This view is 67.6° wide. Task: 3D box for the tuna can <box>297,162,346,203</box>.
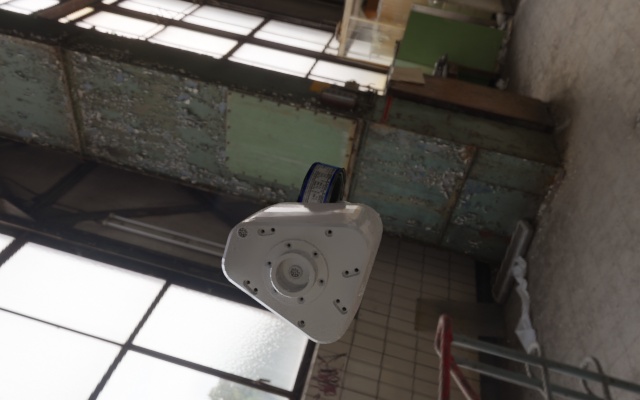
[{"bbox_3d":[0.000,0.002,0.528,0.034,0.086,0.086,15,3,11],"label":"tuna can"}]
